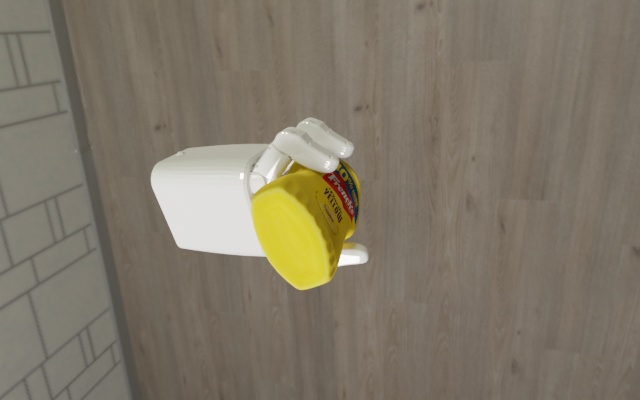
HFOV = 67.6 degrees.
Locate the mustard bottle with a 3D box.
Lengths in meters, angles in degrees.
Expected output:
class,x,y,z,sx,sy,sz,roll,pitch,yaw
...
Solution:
class,x,y,z,sx,sy,sz,roll,pitch,yaw
mustard bottle,0.000,0.002,0.476,0.058,0.096,0.191,-23,12,23
